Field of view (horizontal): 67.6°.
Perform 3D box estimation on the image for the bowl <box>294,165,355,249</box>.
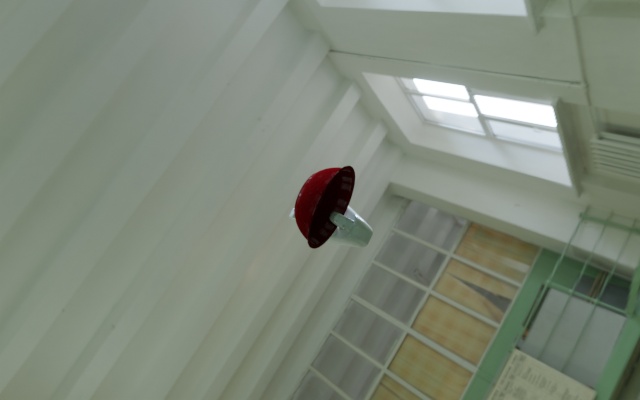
[{"bbox_3d":[0.000,0.002,0.855,0.055,0.162,0.162,26,9,20],"label":"bowl"}]
